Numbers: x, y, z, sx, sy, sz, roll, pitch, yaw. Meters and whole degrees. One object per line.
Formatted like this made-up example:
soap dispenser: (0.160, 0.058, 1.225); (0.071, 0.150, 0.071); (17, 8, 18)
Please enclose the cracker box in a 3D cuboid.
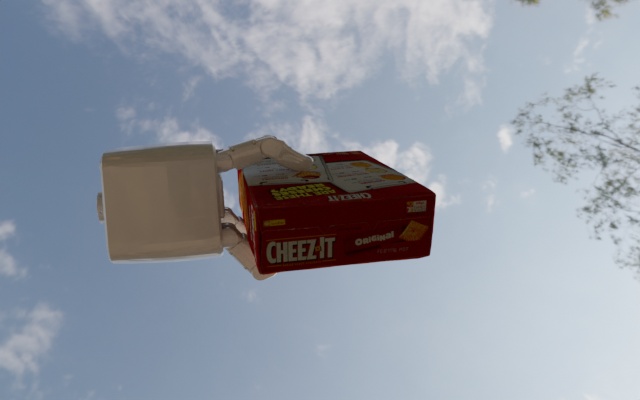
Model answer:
cracker box: (0.000, 0.001, 0.513); (0.164, 0.072, 0.213); (-5, 17, -13)
